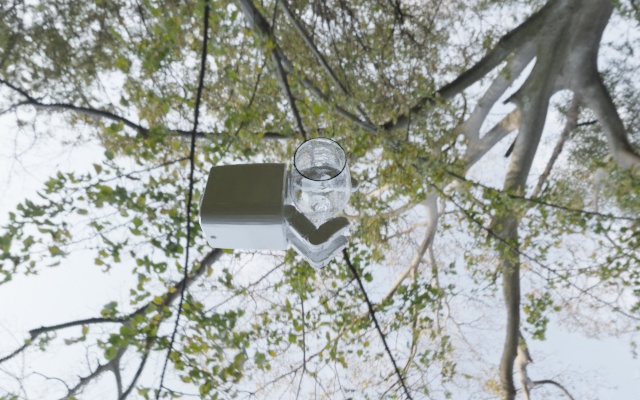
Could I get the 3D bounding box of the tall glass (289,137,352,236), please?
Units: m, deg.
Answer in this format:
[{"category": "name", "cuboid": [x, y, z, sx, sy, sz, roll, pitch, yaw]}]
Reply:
[{"category": "tall glass", "cuboid": [0.000, 0.002, 0.631, 0.079, 0.079, 0.201, 0, -30, 0]}]
